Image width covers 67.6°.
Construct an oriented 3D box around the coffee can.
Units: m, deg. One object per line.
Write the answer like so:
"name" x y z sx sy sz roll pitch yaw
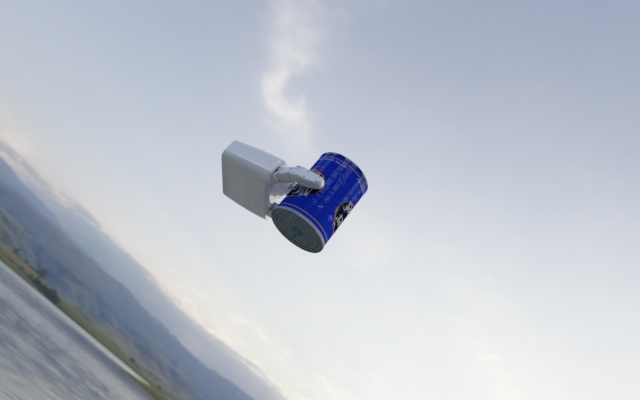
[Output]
"coffee can" 0.000 0.003 0.796 0.103 0.103 0.140 0 43 50
